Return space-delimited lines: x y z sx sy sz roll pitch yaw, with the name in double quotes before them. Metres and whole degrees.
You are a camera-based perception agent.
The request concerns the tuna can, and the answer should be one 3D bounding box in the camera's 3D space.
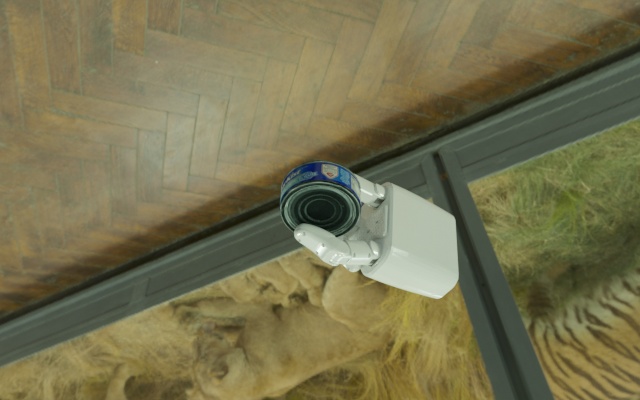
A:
"tuna can" 0.000 0.002 0.499 0.086 0.086 0.033 0 42 2
